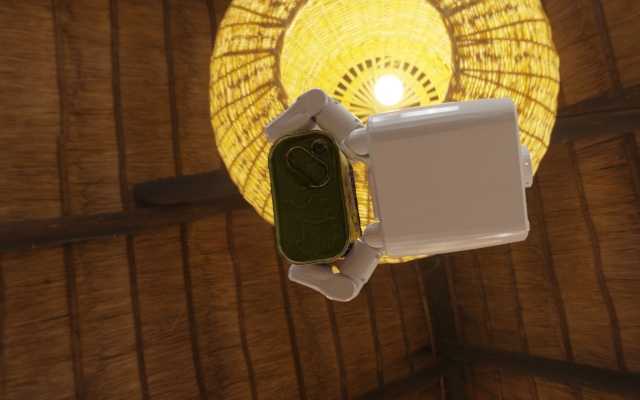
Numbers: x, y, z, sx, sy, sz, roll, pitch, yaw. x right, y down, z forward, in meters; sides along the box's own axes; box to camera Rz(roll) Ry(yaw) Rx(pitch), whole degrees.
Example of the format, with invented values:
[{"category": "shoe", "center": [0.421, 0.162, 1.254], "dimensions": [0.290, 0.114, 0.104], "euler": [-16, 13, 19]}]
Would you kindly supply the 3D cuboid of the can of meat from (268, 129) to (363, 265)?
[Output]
[{"category": "can of meat", "center": [0.000, 0.001, 0.401], "dimensions": [0.057, 0.102, 0.084], "euler": [-9, -8, 13]}]
